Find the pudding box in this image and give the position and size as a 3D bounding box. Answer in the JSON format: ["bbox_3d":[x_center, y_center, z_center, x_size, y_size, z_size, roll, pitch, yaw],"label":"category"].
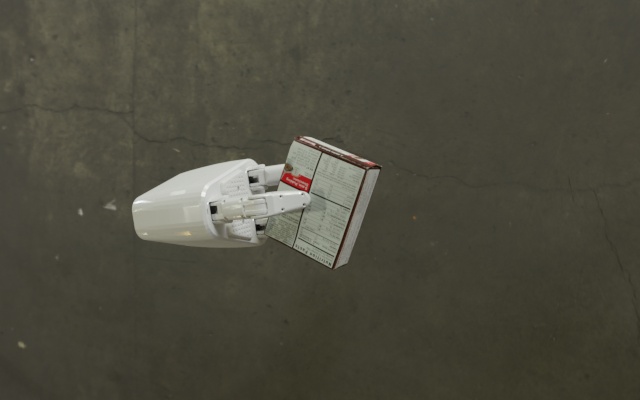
[{"bbox_3d":[0.000,0.002,0.485,0.090,0.113,0.039,25,18,22],"label":"pudding box"}]
